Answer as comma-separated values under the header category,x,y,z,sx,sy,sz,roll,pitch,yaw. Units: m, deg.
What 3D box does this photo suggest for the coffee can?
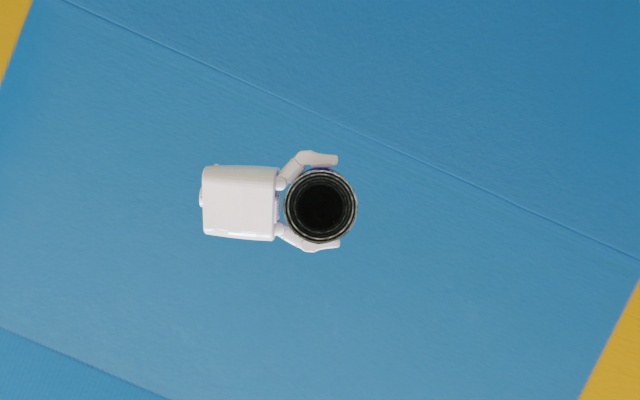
category,x,y,z,sx,sy,sz,roll,pitch,yaw
coffee can,0.000,0.002,0.717,0.103,0.103,0.140,0,5,0
